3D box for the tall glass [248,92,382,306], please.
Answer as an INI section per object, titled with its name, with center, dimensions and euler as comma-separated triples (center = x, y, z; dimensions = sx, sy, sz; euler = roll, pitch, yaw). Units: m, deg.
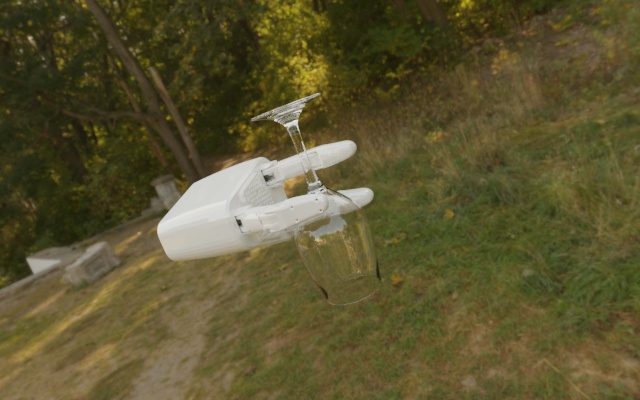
[tall glass]
center = 0.000, 0.001, 0.475
dimensions = 0.079, 0.201, 0.079
euler = -20, 11, 4
